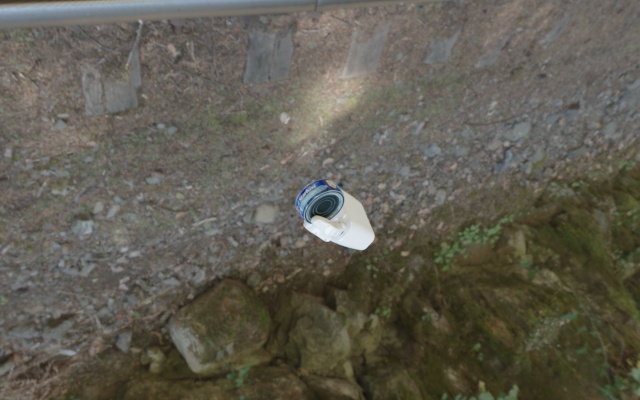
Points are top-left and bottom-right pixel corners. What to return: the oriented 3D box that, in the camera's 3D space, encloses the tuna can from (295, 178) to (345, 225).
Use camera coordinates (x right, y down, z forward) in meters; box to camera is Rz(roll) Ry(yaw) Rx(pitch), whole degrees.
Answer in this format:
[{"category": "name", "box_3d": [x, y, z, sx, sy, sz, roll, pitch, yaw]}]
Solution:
[{"category": "tuna can", "box_3d": [0.000, 0.003, 0.856, 0.086, 0.086, 0.033, 0, 41, -38]}]
